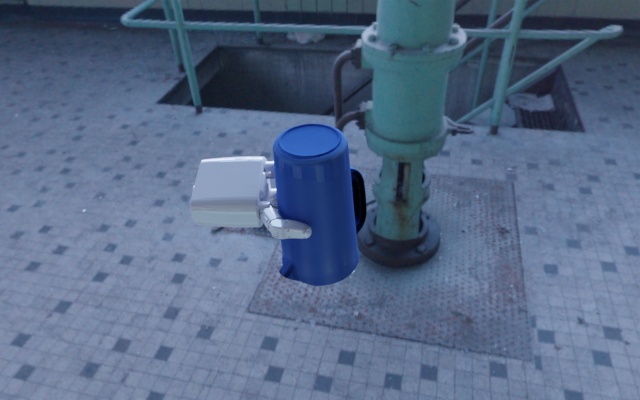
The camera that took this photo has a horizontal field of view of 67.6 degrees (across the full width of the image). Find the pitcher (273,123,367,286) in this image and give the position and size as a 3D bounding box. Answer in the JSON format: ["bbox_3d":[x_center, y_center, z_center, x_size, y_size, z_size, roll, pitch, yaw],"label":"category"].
[{"bbox_3d":[0.000,0.003,0.755,0.145,0.243,0.149,0,39,6],"label":"pitcher"}]
